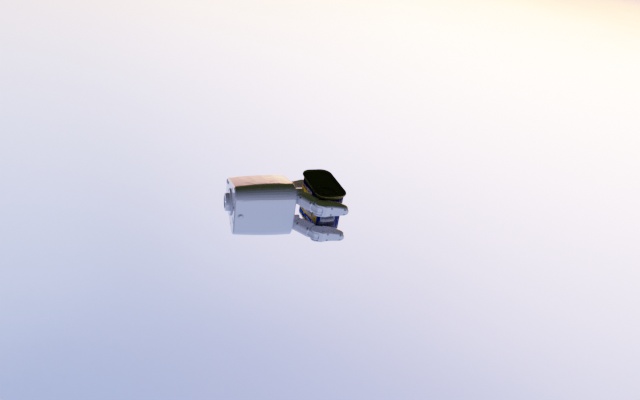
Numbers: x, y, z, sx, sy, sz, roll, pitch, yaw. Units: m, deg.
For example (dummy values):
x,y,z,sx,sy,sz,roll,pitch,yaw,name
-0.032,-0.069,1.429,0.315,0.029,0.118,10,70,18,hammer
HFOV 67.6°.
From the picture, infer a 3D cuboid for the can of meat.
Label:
x,y,z,sx,sy,sz,roll,pitch,yaw,name
0.000,0.003,0.872,0.057,0.084,0.102,-4,33,-23,can of meat
